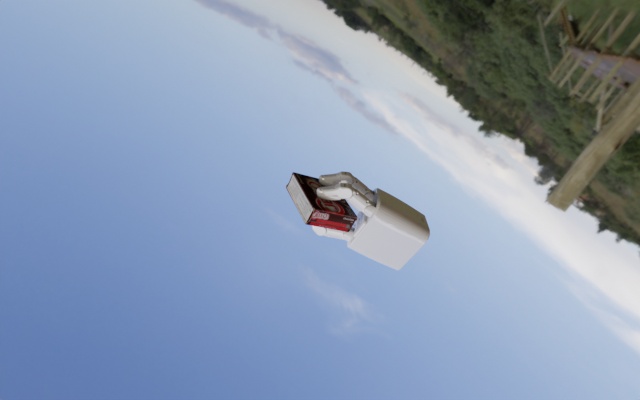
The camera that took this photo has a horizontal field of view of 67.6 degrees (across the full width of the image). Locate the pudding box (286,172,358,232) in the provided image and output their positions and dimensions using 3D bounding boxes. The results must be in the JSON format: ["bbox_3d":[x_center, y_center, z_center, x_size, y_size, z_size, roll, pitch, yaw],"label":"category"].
[{"bbox_3d":[0.000,0.003,0.822,0.090,0.039,0.113,13,27,-33],"label":"pudding box"}]
